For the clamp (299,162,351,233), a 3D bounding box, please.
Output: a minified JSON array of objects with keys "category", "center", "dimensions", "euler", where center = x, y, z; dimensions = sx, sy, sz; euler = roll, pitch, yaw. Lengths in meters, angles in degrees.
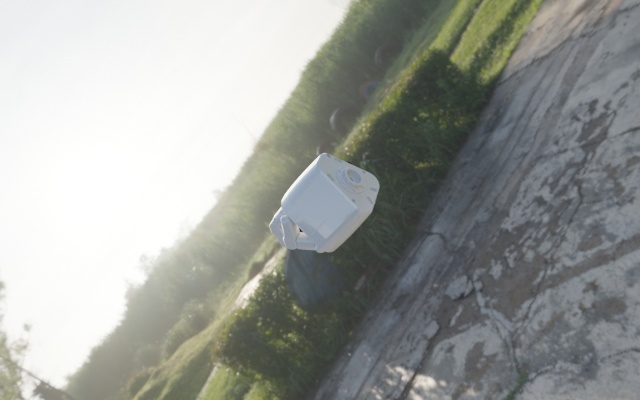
[{"category":"clamp","center":[0.000,0.002,0.827],"dimensions":[0.039,0.171,0.120],"euler":[35,-49,-9]}]
